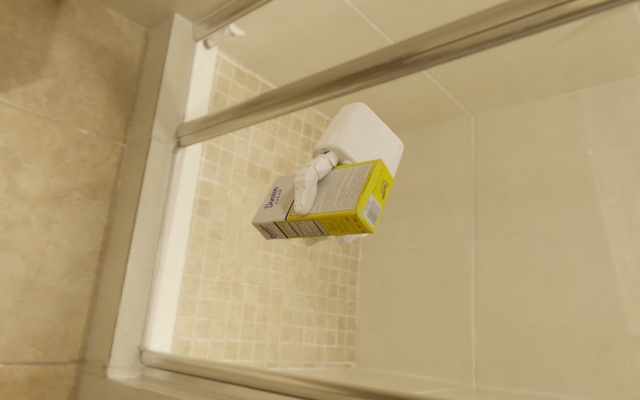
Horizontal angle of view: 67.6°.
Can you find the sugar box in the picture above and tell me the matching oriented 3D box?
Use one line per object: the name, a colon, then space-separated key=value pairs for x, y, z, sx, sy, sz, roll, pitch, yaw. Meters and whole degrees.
sugar box: x=0.001 y=0.002 z=0.626 sx=0.176 sy=0.093 sz=0.048 roll=-8 pitch=-48 yaw=40
